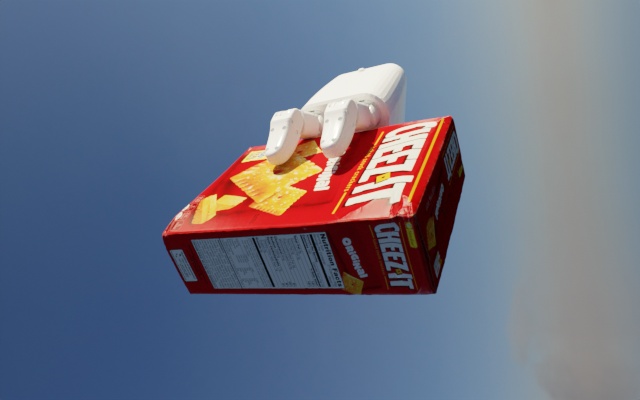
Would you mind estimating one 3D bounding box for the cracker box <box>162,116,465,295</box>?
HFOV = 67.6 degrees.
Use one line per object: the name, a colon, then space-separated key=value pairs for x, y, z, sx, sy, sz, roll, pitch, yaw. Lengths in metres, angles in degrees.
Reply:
cracker box: x=0.000 y=0.001 z=0.406 sx=0.214 sy=0.072 sz=0.164 roll=-6 pitch=29 yaw=27
